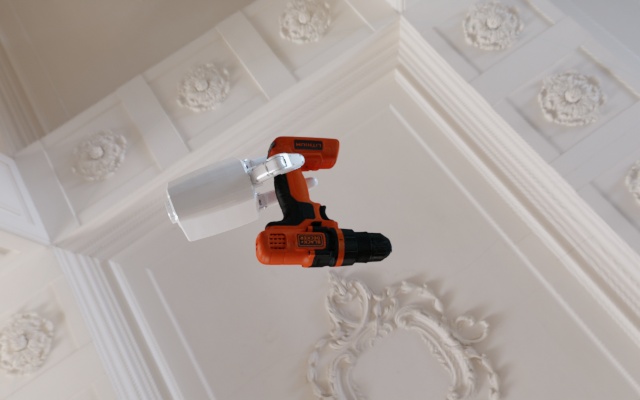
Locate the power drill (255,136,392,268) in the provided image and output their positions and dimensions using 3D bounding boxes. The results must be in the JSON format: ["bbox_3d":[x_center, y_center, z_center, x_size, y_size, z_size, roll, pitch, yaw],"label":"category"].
[{"bbox_3d":[0.000,0.002,0.660,0.184,0.187,0.057,2,-30,-16],"label":"power drill"}]
